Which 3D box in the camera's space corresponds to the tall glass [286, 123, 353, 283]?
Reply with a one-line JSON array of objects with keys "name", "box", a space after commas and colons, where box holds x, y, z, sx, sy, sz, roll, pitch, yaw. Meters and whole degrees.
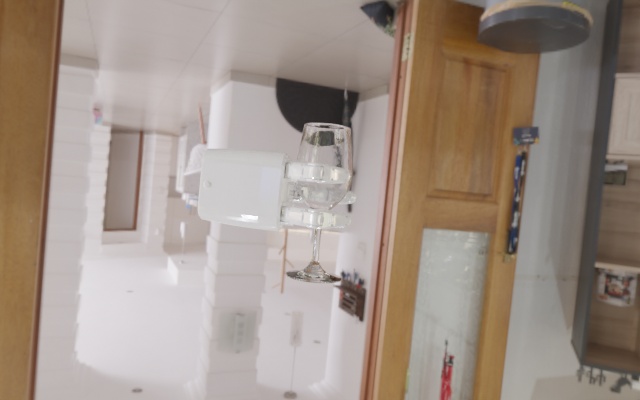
[{"name": "tall glass", "box": [0.000, 0.003, 0.628, 0.079, 0.201, 0.079, 6, 2, 0]}]
